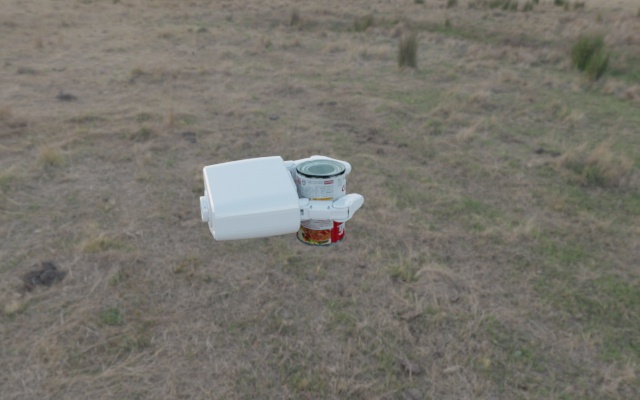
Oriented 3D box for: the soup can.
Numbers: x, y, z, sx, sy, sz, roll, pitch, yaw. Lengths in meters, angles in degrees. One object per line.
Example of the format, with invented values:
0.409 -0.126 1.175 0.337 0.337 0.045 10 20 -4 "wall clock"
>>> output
0.001 0.002 0.646 0.068 0.102 0.068 0 24 0 "soup can"
